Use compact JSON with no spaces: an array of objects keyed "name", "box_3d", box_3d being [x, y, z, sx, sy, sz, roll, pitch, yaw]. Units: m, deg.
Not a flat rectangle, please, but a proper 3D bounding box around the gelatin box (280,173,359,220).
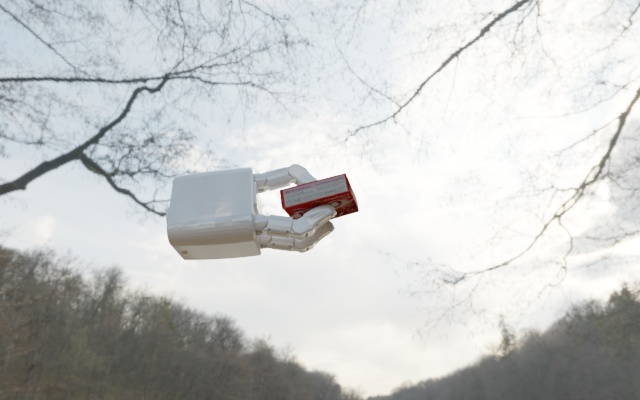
[{"name":"gelatin box","box_3d":[0.000,0.002,0.618,0.089,0.030,0.073,-15,-25,8]}]
